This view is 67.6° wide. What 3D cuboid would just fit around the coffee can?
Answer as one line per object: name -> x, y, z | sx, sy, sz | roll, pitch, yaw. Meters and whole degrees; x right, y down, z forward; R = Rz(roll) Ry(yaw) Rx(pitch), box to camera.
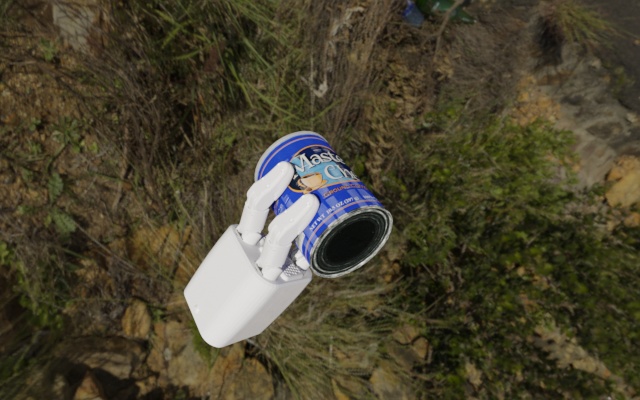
coffee can -> 0.000, 0.002, 0.543 | 0.103, 0.103, 0.140 | 0, 39, -39
